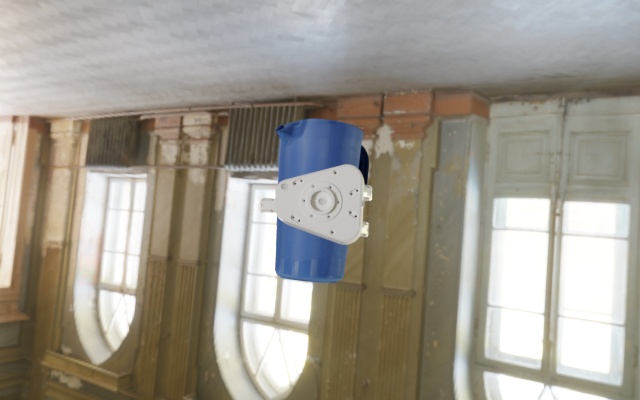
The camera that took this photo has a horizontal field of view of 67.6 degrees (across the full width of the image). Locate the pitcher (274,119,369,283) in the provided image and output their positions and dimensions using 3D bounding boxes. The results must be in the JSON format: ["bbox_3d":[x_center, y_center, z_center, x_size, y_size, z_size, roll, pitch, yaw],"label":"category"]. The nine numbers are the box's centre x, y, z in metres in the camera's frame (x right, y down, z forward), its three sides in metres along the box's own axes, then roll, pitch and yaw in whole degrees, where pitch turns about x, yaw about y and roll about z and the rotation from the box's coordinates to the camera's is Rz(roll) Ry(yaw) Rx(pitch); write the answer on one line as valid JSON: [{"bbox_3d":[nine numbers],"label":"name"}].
[{"bbox_3d":[0.000,0.002,0.753,0.149,0.243,0.145,5,-4,3],"label":"pitcher"}]
